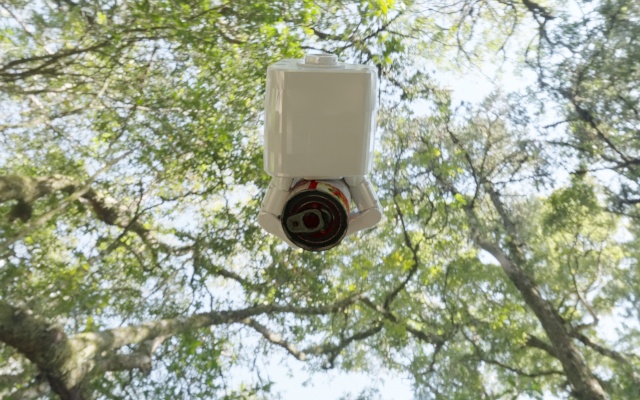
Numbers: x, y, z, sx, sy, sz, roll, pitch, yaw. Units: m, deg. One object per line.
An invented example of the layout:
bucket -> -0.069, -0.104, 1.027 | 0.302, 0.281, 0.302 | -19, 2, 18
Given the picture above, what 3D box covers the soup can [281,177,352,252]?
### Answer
soup can -> 0.000, 0.002, 0.515 | 0.068, 0.068, 0.102 | 0, 22, 8
